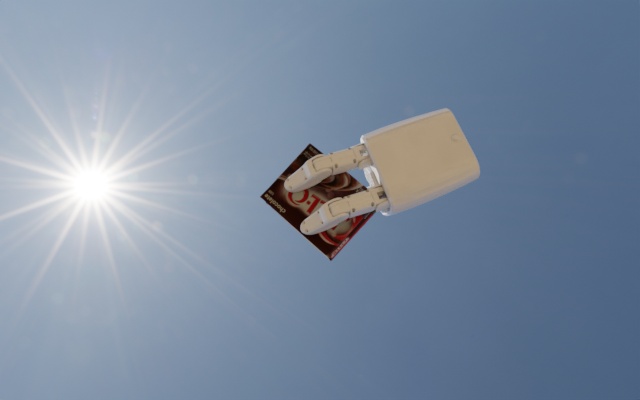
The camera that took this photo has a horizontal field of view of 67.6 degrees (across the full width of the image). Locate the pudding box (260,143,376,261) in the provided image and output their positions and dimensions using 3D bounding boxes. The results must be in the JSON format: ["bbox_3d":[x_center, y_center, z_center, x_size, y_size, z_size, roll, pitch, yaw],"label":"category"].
[{"bbox_3d":[0.000,0.002,0.567,0.113,0.090,0.039,40,-9,18],"label":"pudding box"}]
